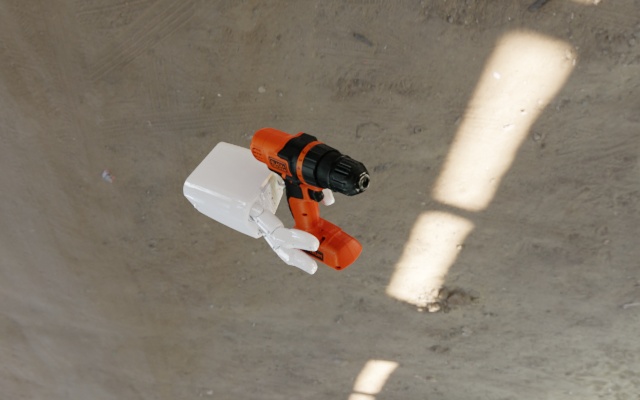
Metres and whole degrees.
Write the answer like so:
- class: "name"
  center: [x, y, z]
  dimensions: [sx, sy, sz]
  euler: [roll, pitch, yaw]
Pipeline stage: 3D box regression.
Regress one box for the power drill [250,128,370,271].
- class: "power drill"
  center: [0.000, 0.002, 0.613]
  dimensions: [0.057, 0.188, 0.184]
  euler: [-38, 43, -26]
